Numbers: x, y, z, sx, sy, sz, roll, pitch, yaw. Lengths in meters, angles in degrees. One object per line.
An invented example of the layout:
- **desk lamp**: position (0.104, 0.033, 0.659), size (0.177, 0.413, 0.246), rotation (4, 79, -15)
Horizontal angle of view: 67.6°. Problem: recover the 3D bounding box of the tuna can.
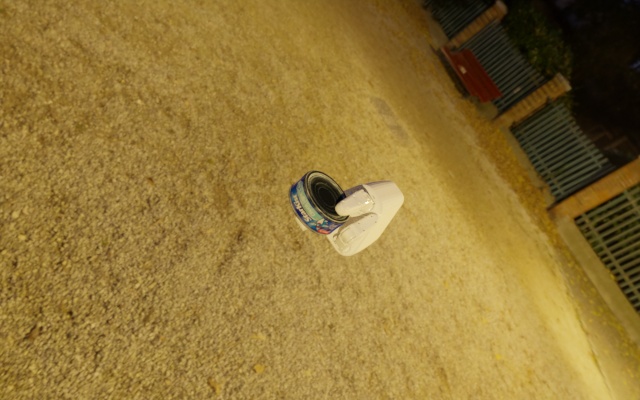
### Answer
- **tuna can**: position (0.000, 0.002, 0.642), size (0.034, 0.086, 0.086), rotation (-38, -22, 32)
